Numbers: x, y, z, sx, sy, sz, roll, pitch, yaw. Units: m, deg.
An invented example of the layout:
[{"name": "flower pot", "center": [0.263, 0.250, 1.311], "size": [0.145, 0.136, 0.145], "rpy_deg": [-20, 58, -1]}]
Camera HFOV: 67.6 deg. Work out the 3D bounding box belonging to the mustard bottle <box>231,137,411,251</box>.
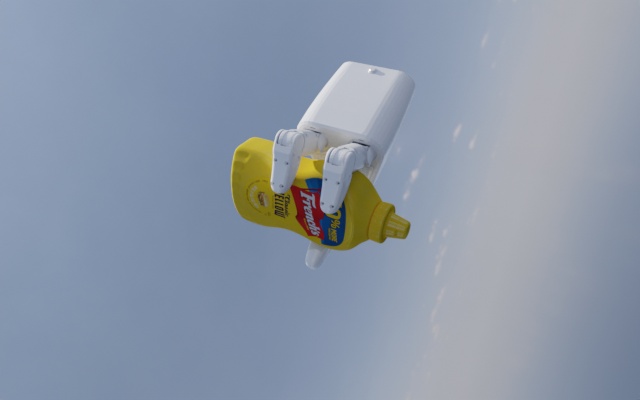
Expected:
[{"name": "mustard bottle", "center": [0.000, 0.002, 0.495], "size": [0.191, 0.096, 0.058], "rpy_deg": [18, 35, 22]}]
